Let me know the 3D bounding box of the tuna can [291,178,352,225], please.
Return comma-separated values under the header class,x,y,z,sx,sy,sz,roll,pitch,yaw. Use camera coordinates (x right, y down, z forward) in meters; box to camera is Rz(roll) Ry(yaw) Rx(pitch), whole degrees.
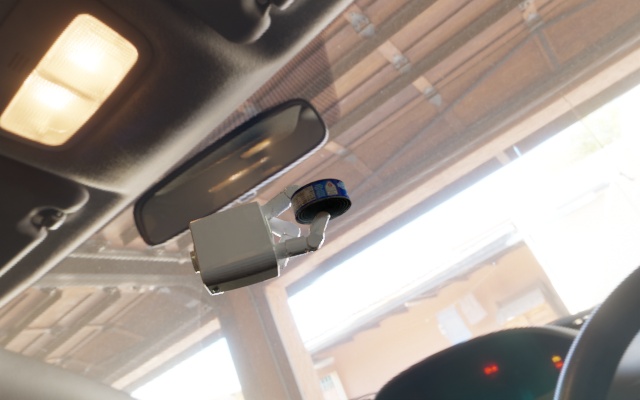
class,x,y,z,sx,sy,sz,roll,pitch,yaw
tuna can,0.000,0.002,0.701,0.086,0.033,0.086,-15,-23,-7
